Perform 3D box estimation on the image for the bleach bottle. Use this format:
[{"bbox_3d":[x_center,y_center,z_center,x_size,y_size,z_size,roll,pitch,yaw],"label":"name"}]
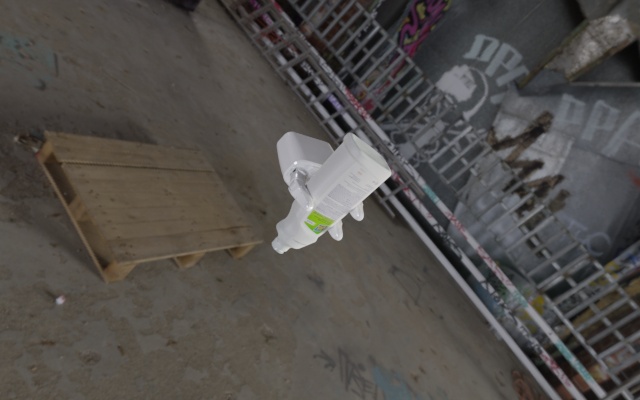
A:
[{"bbox_3d":[0.000,0.003,0.832,0.102,0.251,0.068,31,26,-36],"label":"bleach bottle"}]
